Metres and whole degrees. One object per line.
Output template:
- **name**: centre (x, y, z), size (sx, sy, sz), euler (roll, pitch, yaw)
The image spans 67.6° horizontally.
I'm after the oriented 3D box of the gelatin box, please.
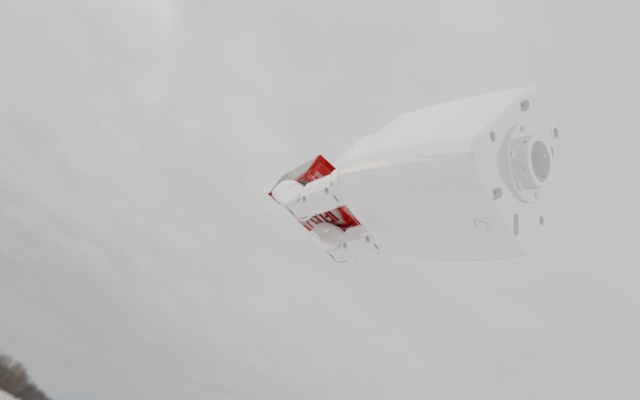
- **gelatin box**: centre (0.000, 0.001, 0.440), size (0.073, 0.030, 0.089), euler (43, -25, -14)
